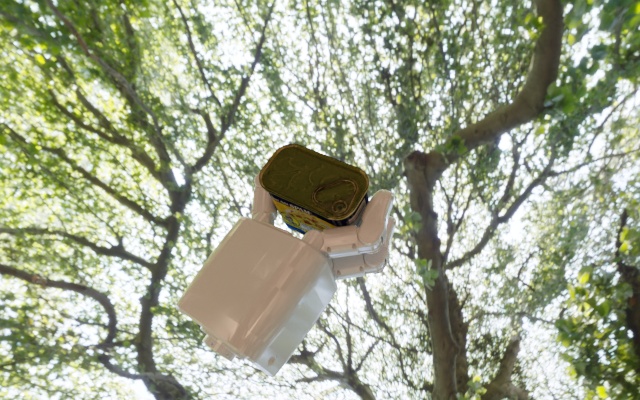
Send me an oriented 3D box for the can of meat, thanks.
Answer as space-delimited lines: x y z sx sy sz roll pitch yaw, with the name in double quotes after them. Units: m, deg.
0.000 0.002 0.467 0.102 0.057 0.084 23 -24 24 "can of meat"
